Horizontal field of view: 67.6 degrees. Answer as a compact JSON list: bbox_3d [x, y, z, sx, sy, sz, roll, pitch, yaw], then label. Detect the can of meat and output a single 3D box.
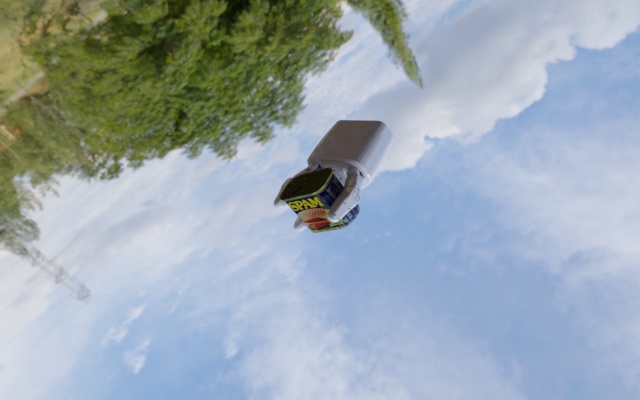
[{"bbox_3d":[0.000,0.003,0.756,0.102,0.057,0.084,-12,-52,44],"label":"can of meat"}]
